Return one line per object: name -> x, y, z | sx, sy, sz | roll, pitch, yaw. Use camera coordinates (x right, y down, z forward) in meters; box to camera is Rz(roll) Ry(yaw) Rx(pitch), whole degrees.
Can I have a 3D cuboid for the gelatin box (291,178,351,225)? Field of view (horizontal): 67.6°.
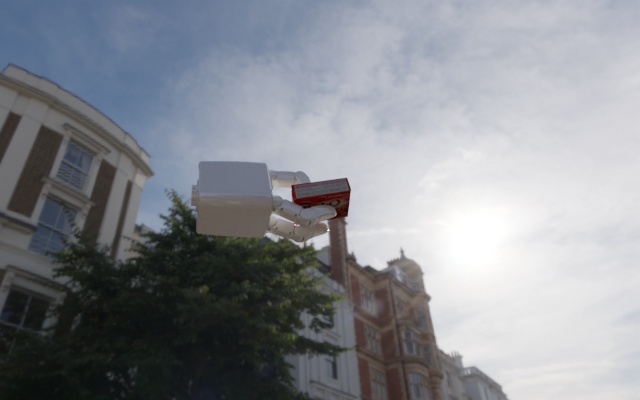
gelatin box -> 0.000, 0.002, 0.741 | 0.089, 0.030, 0.073 | -9, -34, -7
